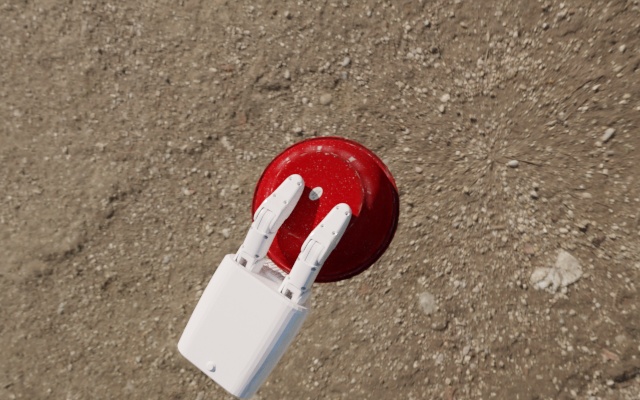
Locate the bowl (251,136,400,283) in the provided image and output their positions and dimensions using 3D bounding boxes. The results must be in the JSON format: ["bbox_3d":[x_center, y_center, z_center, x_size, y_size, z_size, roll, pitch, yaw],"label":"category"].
[{"bbox_3d":[0.000,0.000,0.489,0.162,0.162,0.055,0,-13,9],"label":"bowl"}]
